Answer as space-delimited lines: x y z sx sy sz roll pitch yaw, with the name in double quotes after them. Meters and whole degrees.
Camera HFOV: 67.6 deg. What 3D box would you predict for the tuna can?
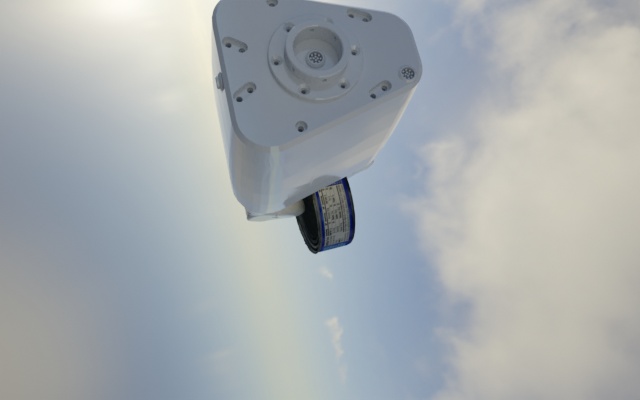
0.001 0.001 0.418 0.034 0.086 0.086 -13 3 -14 "tuna can"
